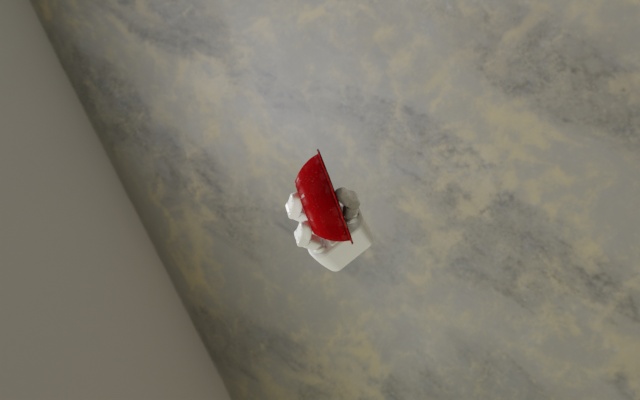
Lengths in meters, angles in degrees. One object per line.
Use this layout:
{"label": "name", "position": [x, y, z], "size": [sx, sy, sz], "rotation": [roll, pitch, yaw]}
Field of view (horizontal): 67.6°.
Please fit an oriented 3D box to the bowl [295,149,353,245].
{"label": "bowl", "position": [-0.001, 0.002, 0.762], "size": [0.055, 0.162, 0.162], "rotation": [-20, 0, 1]}
